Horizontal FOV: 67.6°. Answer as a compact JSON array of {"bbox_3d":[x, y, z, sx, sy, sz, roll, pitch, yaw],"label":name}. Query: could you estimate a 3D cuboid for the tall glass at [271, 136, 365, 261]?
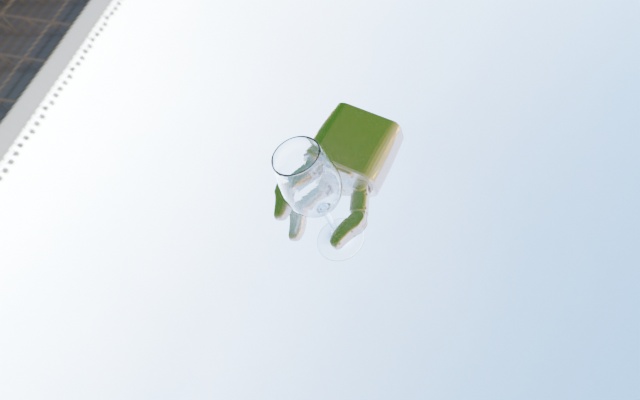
[{"bbox_3d":[0.000,0.003,0.639,0.079,0.079,0.201,0,-34,21],"label":"tall glass"}]
